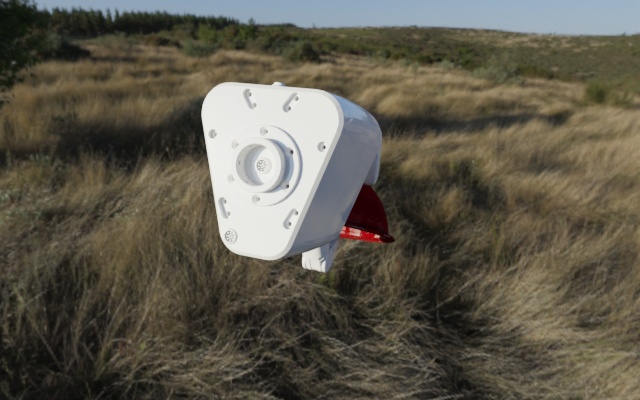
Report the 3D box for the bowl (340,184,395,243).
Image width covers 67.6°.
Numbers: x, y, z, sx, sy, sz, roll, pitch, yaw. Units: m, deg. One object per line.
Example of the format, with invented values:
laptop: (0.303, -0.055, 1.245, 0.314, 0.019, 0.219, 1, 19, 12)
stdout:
bowl: (0.000, 0.001, 0.488, 0.162, 0.055, 0.162, 11, -8, 2)
